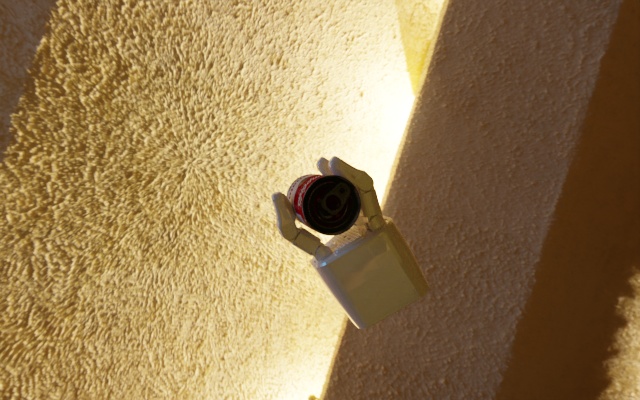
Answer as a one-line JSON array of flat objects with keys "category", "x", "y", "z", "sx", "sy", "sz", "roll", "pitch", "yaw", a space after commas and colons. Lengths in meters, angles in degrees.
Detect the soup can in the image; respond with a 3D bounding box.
[{"category": "soup can", "x": 0.000, "y": 0.002, "z": 0.576, "sx": 0.068, "sy": 0.068, "sz": 0.102, "roll": 0, "pitch": 4, "yaw": -15}]
